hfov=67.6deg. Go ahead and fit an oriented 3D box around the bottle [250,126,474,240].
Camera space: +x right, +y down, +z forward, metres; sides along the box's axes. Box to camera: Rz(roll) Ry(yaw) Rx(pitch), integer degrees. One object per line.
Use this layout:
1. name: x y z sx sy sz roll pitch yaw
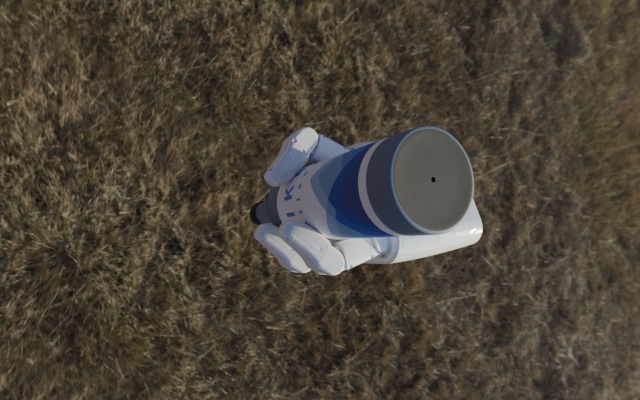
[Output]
1. bottle: 0.000 0.001 0.416 0.069 0.069 0.296 0 -5 -28
